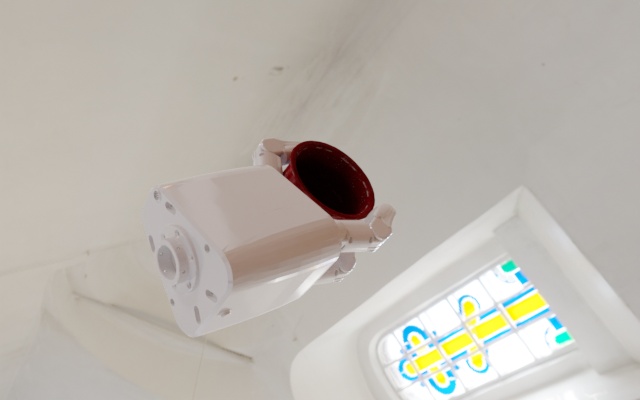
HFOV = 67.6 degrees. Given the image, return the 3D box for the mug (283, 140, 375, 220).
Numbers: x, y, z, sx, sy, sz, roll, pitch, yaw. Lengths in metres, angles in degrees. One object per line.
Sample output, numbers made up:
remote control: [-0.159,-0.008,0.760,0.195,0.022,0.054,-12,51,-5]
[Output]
mug: [0.001,0.001,0.474,0.117,0.093,0.081,-11,-29,-46]
